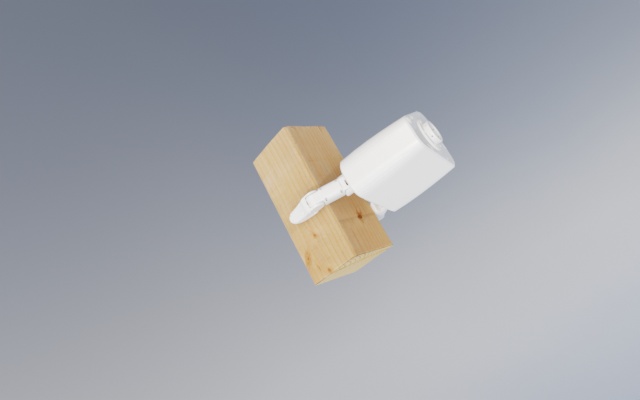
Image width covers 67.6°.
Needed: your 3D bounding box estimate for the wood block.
[{"bbox_3d":[0.000,0.002,0.685,0.091,0.206,0.090,-9,-26,-47],"label":"wood block"}]
